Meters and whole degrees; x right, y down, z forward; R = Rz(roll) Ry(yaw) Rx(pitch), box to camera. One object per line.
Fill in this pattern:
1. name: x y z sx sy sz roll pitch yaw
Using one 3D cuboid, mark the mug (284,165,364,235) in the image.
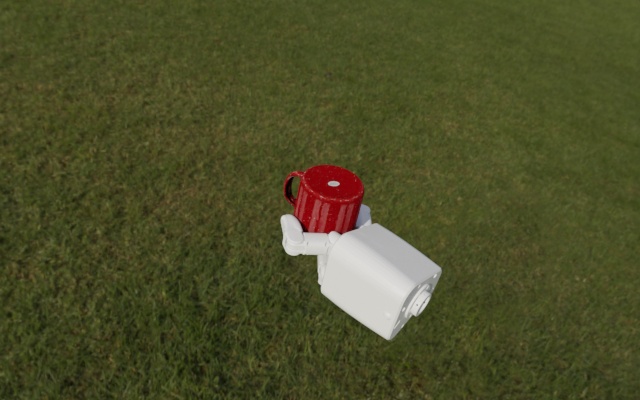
1. mug: -0.001 0.001 0.619 0.117 0.082 0.093 33 41 26
